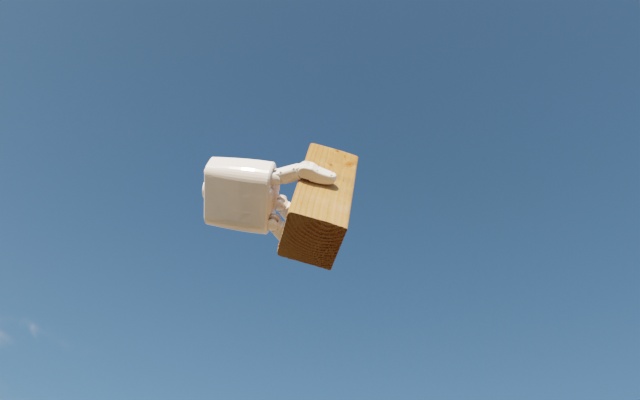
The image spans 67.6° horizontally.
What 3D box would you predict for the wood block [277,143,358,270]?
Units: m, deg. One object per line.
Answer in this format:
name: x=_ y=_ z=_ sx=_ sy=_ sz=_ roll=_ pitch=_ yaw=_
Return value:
wood block: x=0.000 y=0.002 z=0.782 sx=0.090 sy=0.091 sz=0.206 roll=16 pitch=37 yaw=-2
